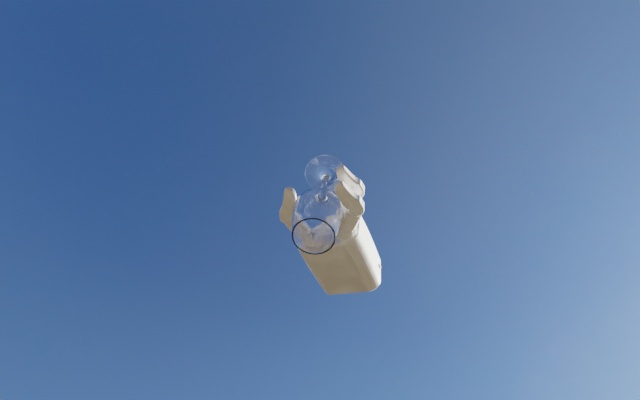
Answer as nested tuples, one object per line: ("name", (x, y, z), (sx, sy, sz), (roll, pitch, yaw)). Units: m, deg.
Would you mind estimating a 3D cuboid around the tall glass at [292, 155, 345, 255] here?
("tall glass", (0.000, 0.002, 0.751), (0.079, 0.079, 0.201), (0, 29, 7))
